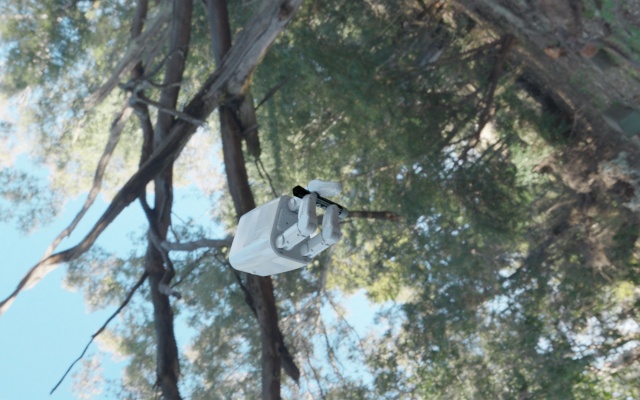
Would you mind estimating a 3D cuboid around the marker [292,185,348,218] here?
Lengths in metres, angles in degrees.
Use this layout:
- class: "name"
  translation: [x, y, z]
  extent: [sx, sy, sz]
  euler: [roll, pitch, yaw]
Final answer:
- class: "marker"
  translation: [0.000, 0.002, 0.754]
  extent: [0.020, 0.020, 0.121]
  euler: [0, -18, 43]
